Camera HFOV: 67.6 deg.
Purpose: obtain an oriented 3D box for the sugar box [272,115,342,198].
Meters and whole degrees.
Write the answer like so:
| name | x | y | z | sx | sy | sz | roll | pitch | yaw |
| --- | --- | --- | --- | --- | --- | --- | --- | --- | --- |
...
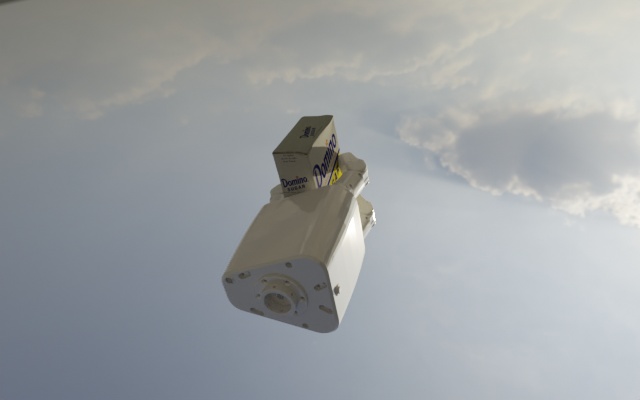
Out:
| name | x | y | z | sx | sy | sz | roll | pitch | yaw |
| --- | --- | --- | --- | --- | --- | --- | --- | --- | --- |
| sugar box | 0.001 | 0.002 | 0.545 | 0.048 | 0.176 | 0.093 | 2 | 34 | 20 |
